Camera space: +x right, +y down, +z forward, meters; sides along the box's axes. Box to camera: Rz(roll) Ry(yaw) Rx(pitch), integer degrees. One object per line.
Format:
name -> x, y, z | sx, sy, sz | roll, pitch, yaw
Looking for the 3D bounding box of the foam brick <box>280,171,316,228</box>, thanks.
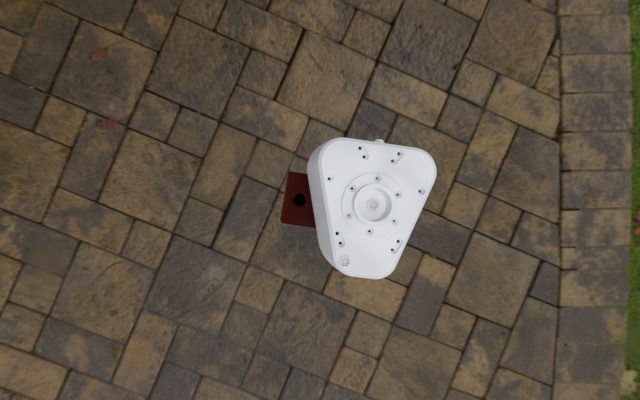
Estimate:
foam brick -> 0.000, 0.002, 0.492 | 0.078, 0.053, 0.051 | 8, 1, -4
